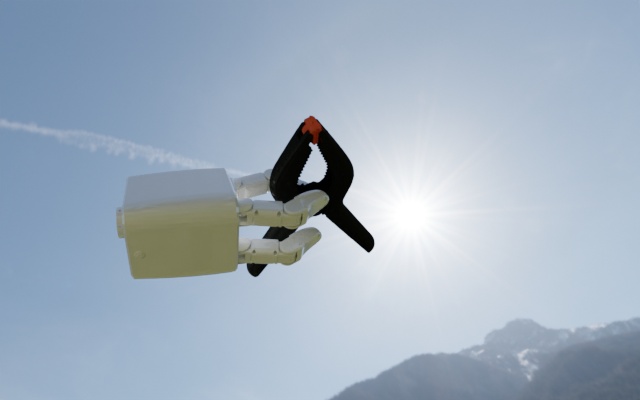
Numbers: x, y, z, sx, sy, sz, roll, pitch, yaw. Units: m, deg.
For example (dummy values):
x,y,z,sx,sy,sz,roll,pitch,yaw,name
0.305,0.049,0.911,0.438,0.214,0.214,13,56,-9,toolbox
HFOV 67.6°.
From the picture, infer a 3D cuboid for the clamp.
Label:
x,y,z,sx,sy,sz,roll,pitch,yaw,name
0.000,0.001,0.547,0.164,0.210,0.036,-6,40,-18,clamp
